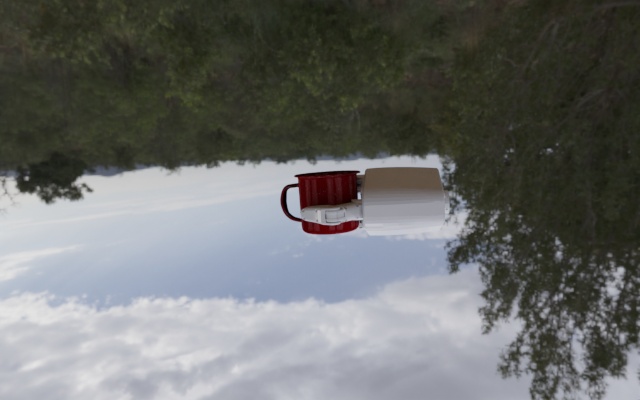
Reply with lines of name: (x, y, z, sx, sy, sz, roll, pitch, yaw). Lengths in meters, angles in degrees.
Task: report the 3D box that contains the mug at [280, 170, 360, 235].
mug: (-0.001, 0.002, 0.673, 0.117, 0.081, 0.093, -3, 7, 10)
